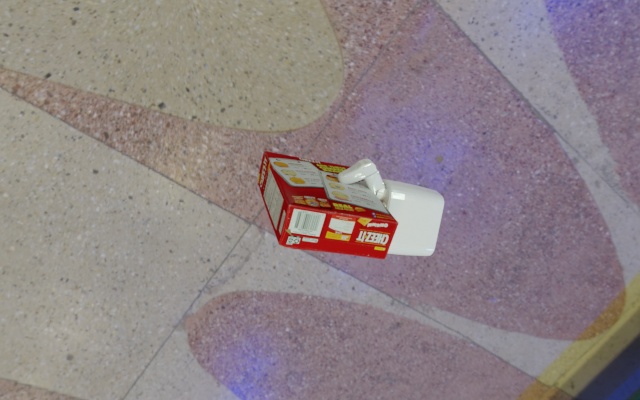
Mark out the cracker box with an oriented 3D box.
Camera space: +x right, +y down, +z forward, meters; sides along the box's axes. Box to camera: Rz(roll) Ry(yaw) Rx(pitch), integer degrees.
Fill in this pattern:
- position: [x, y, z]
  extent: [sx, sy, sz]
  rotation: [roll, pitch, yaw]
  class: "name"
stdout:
- position: [0.000, 0.002, 0.737]
  extent: [0.164, 0.072, 0.213]
  rotation: [9, 22, -20]
  class: "cracker box"
